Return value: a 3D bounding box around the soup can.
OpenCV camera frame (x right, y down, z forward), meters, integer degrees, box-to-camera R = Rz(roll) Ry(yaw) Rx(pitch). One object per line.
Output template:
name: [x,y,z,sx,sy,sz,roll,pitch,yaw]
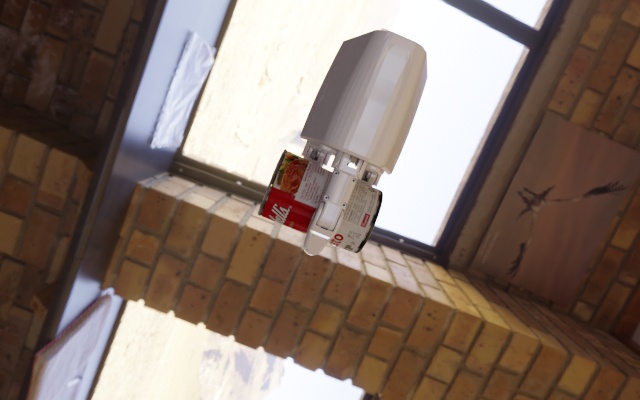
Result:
soup can: [0.000,0.002,0.455,0.102,0.068,0.068,22,-2,-4]
